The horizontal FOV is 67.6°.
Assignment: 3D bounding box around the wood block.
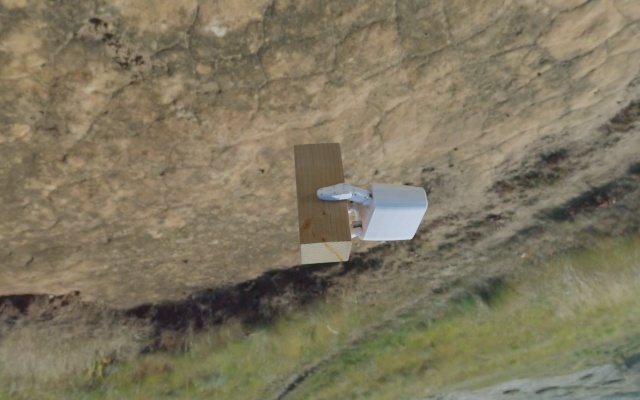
[{"bbox_3d":[0.001,0.003,0.890,0.090,0.206,0.091,-3,-29,-4],"label":"wood block"}]
